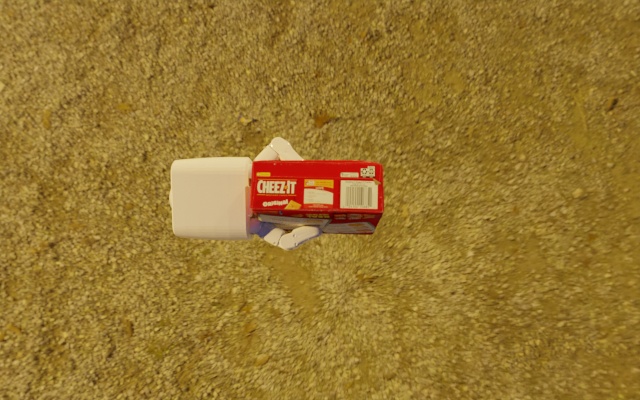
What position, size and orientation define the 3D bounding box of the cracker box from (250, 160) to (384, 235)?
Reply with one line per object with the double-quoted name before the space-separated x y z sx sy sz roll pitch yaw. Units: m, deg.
"cracker box" 0.000 0.002 0.679 0.164 0.072 0.214 1 -11 3
